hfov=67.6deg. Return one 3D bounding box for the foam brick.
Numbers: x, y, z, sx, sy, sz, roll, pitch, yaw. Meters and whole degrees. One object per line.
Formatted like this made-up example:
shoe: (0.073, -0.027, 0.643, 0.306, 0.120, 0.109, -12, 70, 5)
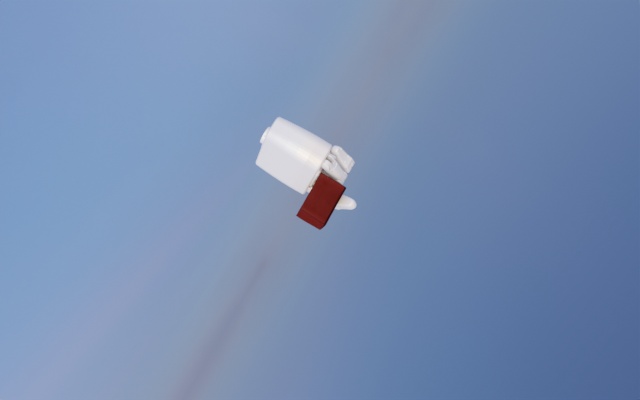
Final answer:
foam brick: (0.000, 0.003, 0.823, 0.051, 0.078, 0.053, 30, -19, -3)
